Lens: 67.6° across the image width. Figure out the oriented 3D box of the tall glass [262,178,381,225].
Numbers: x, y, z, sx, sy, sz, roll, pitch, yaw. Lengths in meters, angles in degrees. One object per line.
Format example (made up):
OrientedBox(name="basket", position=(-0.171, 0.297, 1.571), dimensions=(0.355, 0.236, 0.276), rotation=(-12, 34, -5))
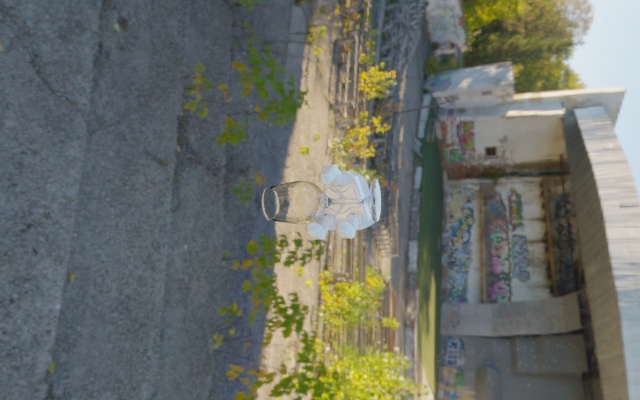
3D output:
OrientedBox(name="tall glass", position=(0.001, 0.003, 0.836), dimensions=(0.201, 0.079, 0.079), rotation=(-2, -1, 20))
